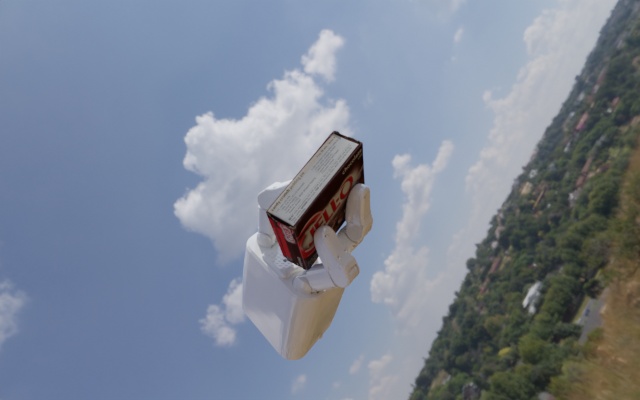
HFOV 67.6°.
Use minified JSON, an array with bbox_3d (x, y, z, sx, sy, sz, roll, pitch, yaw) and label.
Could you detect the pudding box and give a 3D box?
[{"bbox_3d":[0.000,0.002,0.471,0.039,0.113,0.090,27,-25,21],"label":"pudding box"}]
